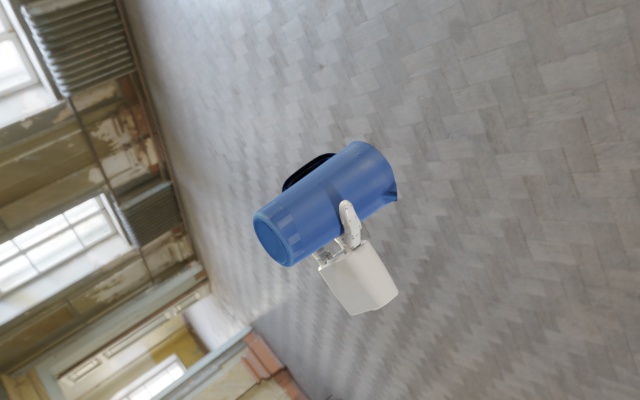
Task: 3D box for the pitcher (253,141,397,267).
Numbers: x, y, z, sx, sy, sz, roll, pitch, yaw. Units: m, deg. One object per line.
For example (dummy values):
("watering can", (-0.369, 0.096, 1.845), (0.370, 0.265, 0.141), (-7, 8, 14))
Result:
("pitcher", (0.000, 0.003, 0.836), (0.242, 0.145, 0.149), (-34, 4, -25))
